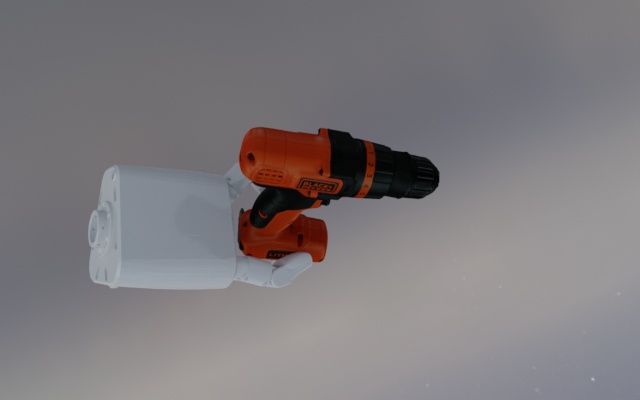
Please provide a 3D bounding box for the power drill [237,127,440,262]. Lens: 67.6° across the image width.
[{"bbox_3d":[0.000,0.002,0.477,0.184,0.057,0.188,9,-33,-16],"label":"power drill"}]
